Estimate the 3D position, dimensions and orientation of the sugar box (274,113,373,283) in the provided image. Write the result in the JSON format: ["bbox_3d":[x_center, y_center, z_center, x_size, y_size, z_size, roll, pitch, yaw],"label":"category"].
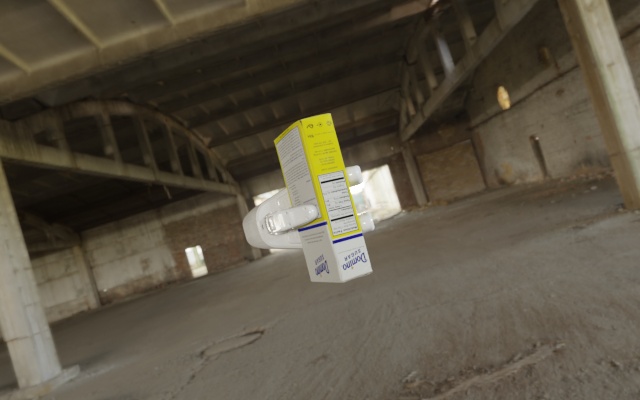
[{"bbox_3d":[0.000,0.002,0.536,0.048,0.176,0.093,-16,-1,-23],"label":"sugar box"}]
